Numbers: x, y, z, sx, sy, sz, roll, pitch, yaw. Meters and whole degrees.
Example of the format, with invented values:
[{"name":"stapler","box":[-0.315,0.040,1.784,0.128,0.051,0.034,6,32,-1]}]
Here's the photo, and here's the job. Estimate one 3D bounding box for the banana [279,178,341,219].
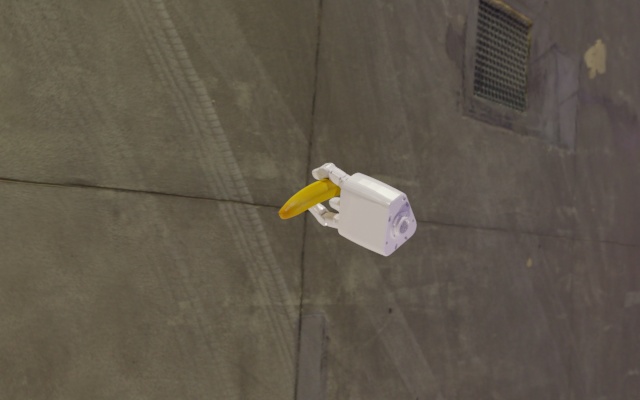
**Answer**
[{"name":"banana","box":[0.009,-0.012,0.881,0.198,0.070,0.037,-17,51,-44]}]
